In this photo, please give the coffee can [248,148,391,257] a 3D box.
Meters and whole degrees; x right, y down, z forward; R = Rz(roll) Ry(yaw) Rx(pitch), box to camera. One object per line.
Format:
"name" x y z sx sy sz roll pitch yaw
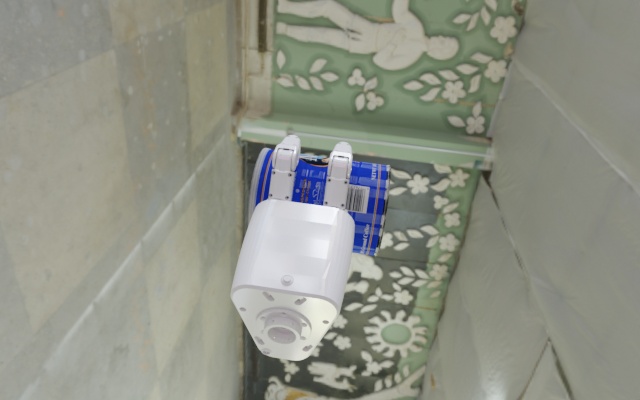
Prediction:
"coffee can" 0.000 0.002 0.530 0.140 0.103 0.103 8 0 3
